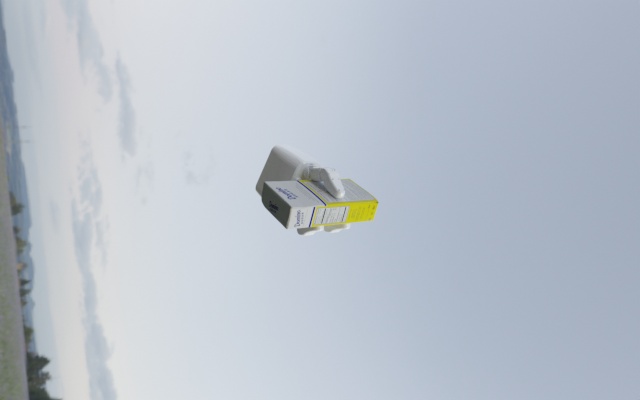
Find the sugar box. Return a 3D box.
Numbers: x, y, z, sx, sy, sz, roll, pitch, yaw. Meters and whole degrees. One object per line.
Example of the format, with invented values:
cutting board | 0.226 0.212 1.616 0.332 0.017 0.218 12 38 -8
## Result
sugar box | 0.000 0.003 0.788 0.176 0.048 0.093 -6 30 -34
